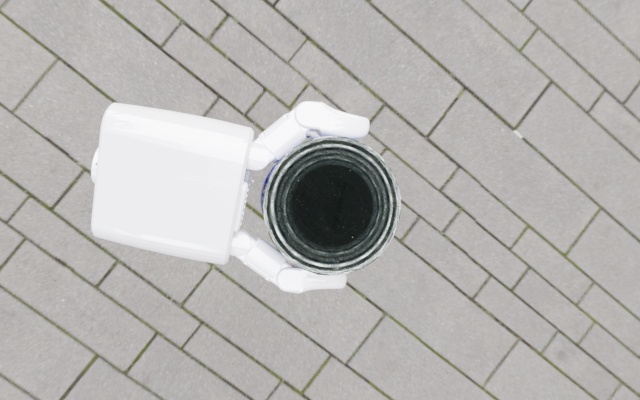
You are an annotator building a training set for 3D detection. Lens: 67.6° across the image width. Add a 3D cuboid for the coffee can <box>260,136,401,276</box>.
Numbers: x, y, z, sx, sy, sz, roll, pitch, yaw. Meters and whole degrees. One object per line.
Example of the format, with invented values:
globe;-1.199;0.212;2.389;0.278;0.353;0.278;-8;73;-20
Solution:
coffee can;0.000;0.001;0.416;0.103;0.103;0.140;0;2;-8
